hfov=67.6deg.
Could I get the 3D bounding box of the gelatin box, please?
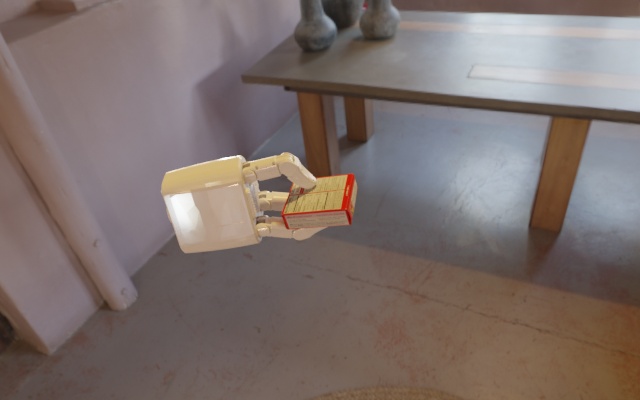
[{"bbox_3d":[0.000,0.002,0.624,0.089,0.030,0.073,-6,38,17],"label":"gelatin box"}]
